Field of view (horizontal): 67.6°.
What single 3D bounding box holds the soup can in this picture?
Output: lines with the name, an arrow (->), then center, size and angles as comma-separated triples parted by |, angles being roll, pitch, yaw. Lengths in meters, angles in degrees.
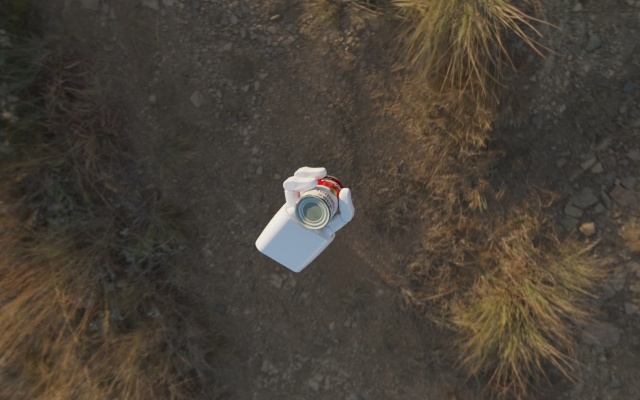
soup can -> 0.000, 0.003, 0.866 | 0.068, 0.068, 0.102 | 0, 21, 19
